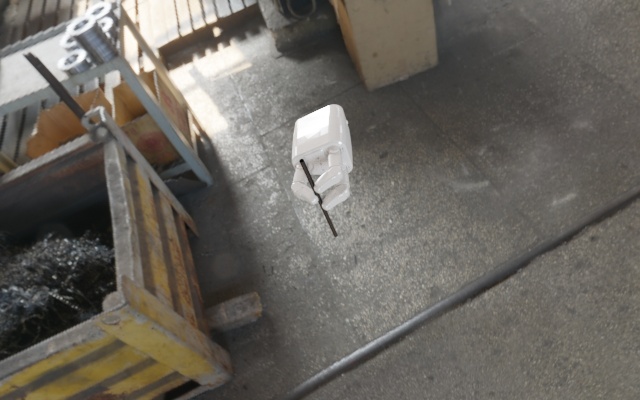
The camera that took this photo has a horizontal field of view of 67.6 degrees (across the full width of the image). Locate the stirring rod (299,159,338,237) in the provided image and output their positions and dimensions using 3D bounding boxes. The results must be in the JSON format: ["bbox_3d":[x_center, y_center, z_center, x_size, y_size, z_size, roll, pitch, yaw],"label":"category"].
[{"bbox_3d":[0.000,0.003,0.876,0.011,0.011,0.240,0,-35,18],"label":"stirring rod"}]
